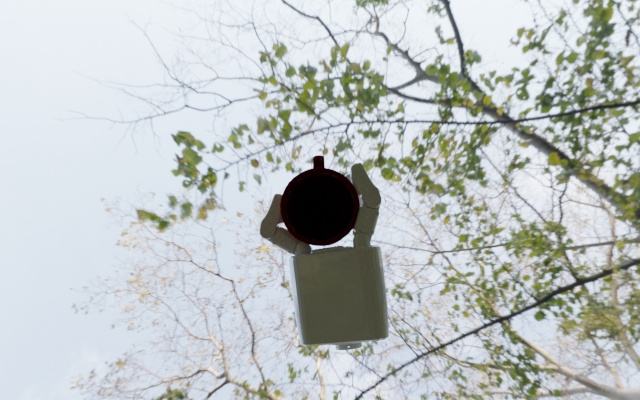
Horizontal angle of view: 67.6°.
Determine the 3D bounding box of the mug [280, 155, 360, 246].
[{"bbox_3d":[0.000,0.001,0.597,0.093,0.117,0.081,-6,-10,2],"label":"mug"}]
